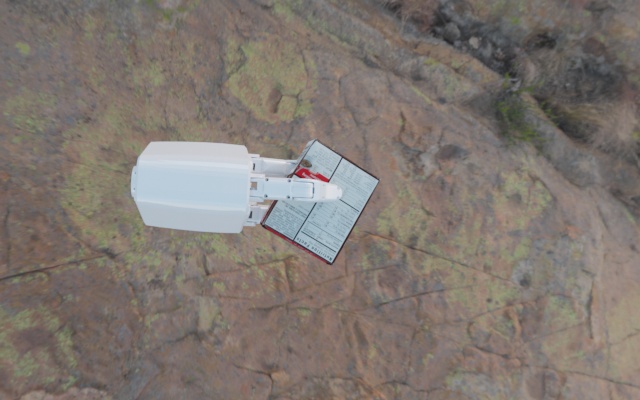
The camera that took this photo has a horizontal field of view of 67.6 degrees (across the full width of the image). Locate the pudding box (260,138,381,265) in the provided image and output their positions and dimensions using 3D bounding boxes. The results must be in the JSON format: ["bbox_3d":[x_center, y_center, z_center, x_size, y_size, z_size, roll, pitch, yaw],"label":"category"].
[{"bbox_3d":[0.000,0.002,0.526,0.090,0.113,0.039,32,-6,-9],"label":"pudding box"}]
